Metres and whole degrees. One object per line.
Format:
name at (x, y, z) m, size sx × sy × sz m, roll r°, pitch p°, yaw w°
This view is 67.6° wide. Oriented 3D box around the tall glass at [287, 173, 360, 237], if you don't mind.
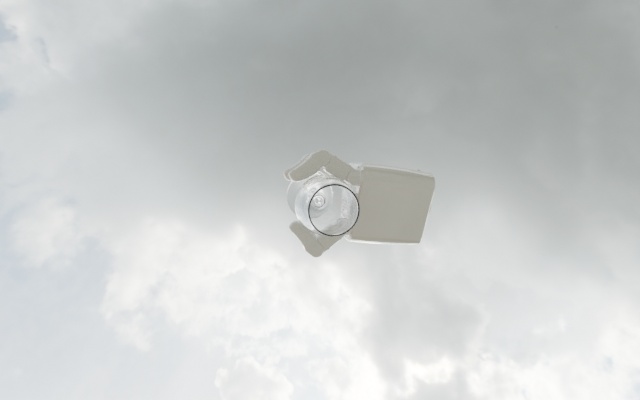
tall glass at (0.000, 0.002, 0.651) m, size 0.079 × 0.079 × 0.201 m, roll 0°, pitch 6°, yaw -9°
